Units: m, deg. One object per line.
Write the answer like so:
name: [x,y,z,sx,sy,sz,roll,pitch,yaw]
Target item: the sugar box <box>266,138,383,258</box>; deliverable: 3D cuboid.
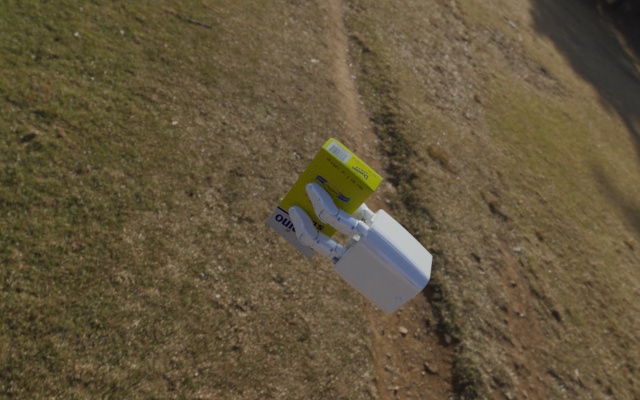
sugar box: [0.000,0.003,0.691,0.176,0.093,0.048,-51,-2,37]
